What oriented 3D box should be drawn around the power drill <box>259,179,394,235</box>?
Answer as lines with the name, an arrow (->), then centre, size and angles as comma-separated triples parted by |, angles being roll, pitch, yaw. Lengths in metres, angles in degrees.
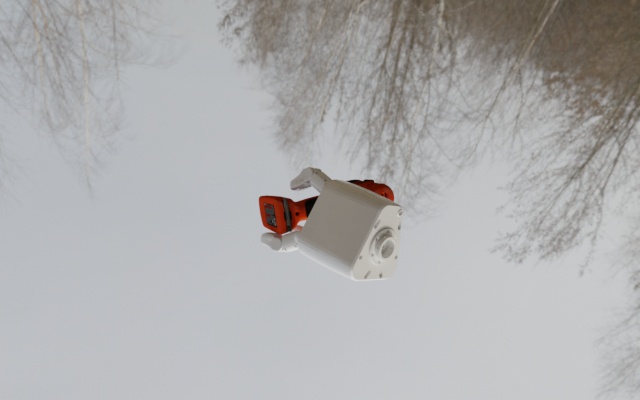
power drill -> 0.000, 0.003, 0.769 | 0.187, 0.057, 0.184 | -13, 7, -21
